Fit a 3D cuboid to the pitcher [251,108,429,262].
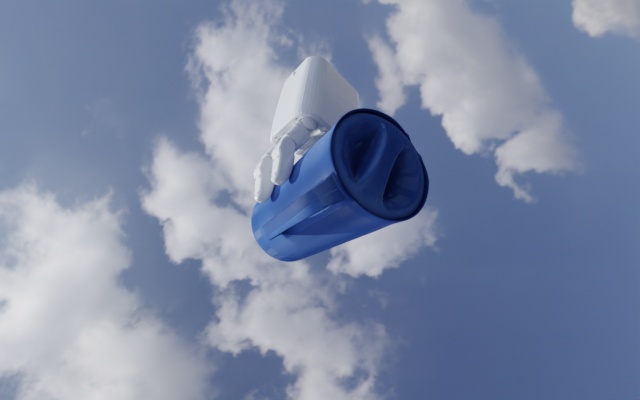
[{"bbox_3d":[0.000,0.002,0.596,0.149,0.145,0.243,21,-31,-25],"label":"pitcher"}]
